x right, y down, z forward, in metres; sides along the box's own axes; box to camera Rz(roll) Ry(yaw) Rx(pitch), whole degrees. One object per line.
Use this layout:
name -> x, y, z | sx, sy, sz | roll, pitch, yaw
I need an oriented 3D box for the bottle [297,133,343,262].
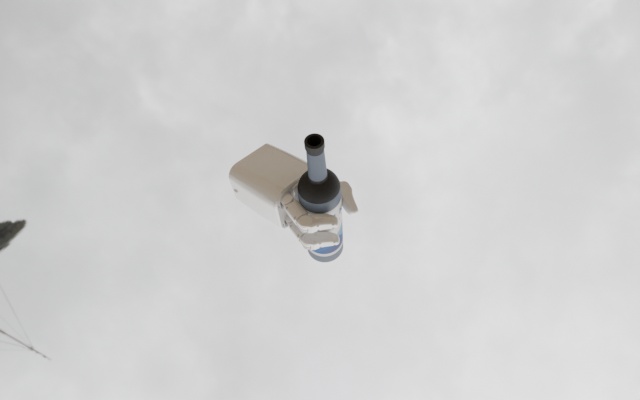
bottle -> 0.000, 0.003, 0.755 | 0.069, 0.069, 0.296 | 0, -34, 4
